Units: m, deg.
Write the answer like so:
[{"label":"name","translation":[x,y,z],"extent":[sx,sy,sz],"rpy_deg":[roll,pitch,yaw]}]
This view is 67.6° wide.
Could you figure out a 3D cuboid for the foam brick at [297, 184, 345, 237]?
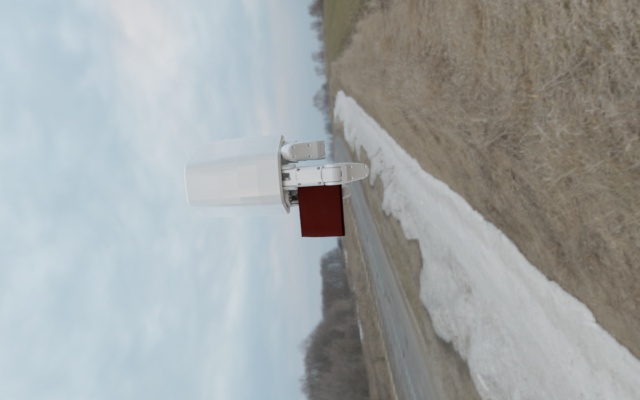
[{"label":"foam brick","translation":[0.000,0.002,0.570],"extent":[0.051,0.078,0.053],"rpy_deg":[-4,6,-1]}]
